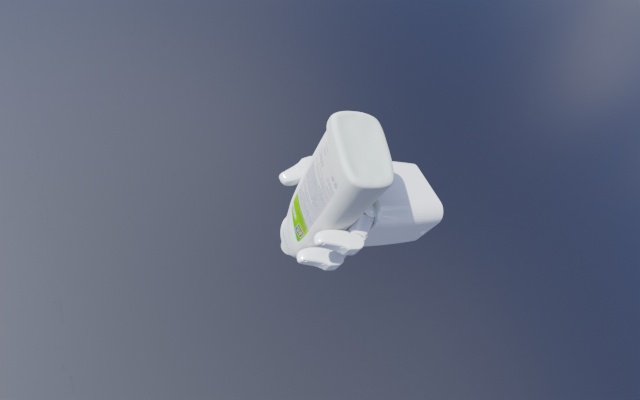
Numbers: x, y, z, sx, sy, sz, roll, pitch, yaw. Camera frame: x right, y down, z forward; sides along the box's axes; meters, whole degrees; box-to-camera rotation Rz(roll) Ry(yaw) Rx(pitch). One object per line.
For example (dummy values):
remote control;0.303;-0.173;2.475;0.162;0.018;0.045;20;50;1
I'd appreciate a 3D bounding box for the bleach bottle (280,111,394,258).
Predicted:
bleach bottle;0.000;0.002;0.610;0.068;0.102;0.251;0;-28;-25
